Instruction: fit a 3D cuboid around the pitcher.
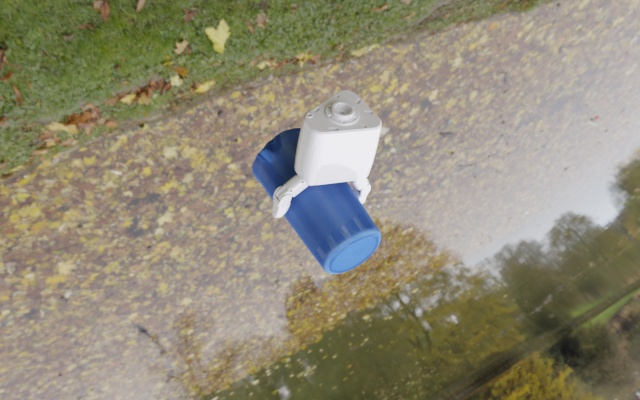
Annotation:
[{"bbox_3d":[0.000,0.003,0.816,0.149,0.242,0.145,-21,-33,-23],"label":"pitcher"}]
